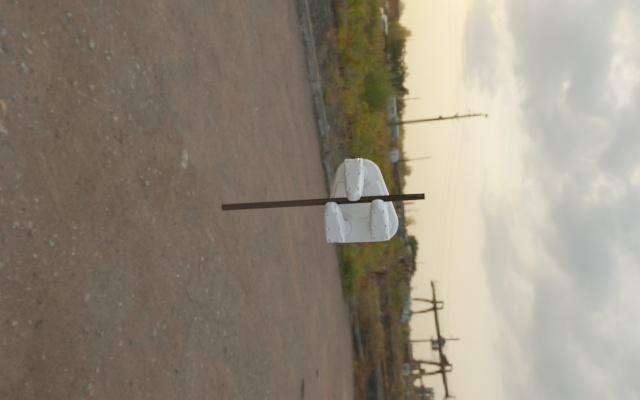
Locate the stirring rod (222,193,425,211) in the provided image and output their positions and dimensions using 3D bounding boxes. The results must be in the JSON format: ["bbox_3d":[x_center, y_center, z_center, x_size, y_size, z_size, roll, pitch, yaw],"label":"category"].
[{"bbox_3d":[0.000,0.002,0.562,0.239,0.011,0.011,-3,-1,9],"label":"stirring rod"}]
